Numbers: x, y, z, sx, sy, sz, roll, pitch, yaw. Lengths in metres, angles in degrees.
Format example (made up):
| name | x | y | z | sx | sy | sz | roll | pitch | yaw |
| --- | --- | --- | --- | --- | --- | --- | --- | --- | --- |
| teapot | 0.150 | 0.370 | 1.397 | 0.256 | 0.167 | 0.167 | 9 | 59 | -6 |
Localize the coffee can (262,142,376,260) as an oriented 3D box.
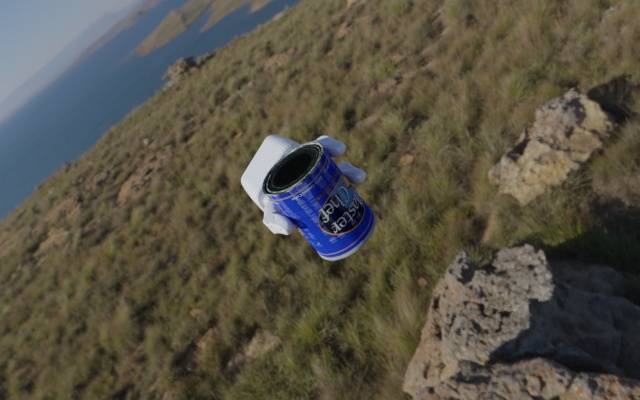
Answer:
| name | x | y | z | sx | sy | sz | roll | pitch | yaw |
| --- | --- | --- | --- | --- | --- | --- | --- | --- | --- |
| coffee can | 0.000 | 0.002 | 0.678 | 0.103 | 0.102 | 0.140 | 0 | -42 | 49 |
